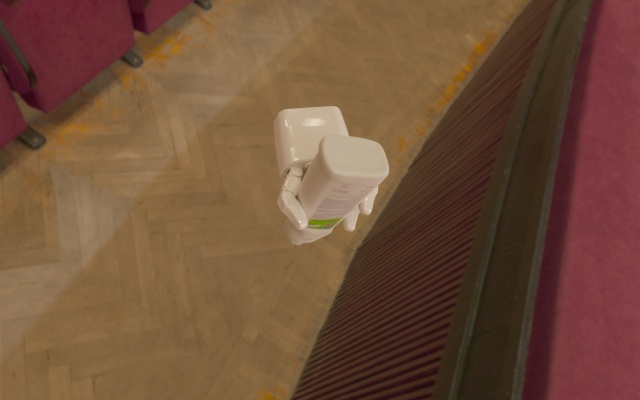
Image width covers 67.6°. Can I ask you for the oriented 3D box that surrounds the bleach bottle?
[{"bbox_3d":[0.000,0.002,0.723,0.102,0.068,0.251,3,-31,-26],"label":"bleach bottle"}]
